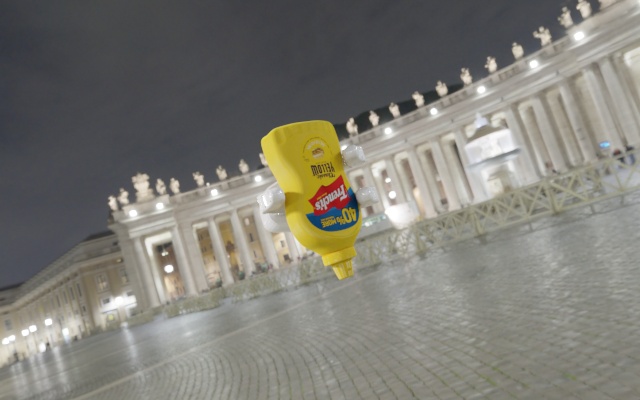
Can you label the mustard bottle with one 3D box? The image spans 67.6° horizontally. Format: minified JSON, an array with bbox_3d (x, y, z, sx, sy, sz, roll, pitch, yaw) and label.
[{"bbox_3d":[0.000,0.002,0.578,0.096,0.191,0.058,-14,-8,-38],"label":"mustard bottle"}]
